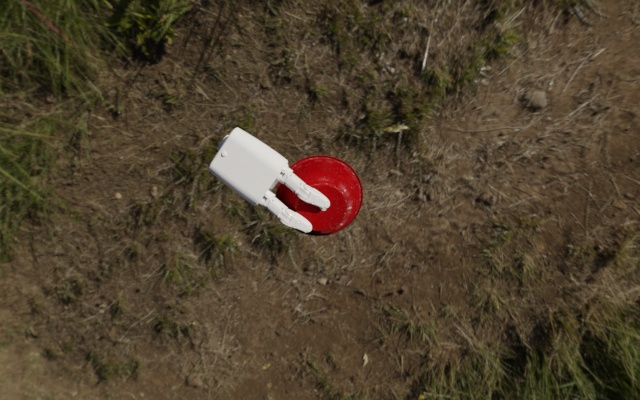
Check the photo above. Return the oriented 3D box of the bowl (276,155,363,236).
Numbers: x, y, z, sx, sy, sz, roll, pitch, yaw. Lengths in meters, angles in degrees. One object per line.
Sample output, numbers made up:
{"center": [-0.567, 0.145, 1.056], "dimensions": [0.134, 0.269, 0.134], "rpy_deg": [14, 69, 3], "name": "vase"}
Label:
{"center": [0.001, 0.003, 0.860], "dimensions": [0.162, 0.162, 0.055], "rpy_deg": [0, 23, -3], "name": "bowl"}
